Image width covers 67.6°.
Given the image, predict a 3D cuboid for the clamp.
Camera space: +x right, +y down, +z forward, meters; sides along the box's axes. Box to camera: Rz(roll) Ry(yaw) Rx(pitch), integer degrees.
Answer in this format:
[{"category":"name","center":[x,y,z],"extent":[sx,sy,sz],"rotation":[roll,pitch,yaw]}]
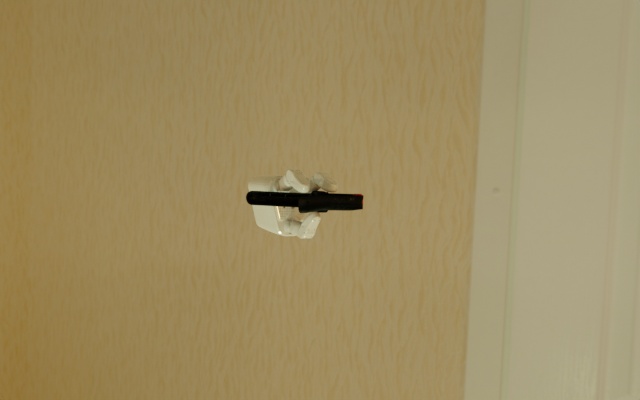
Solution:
[{"category":"clamp","center":[0.000,0.003,0.814],"extent":[0.210,0.036,0.164],"rotation":[1,5,-32]}]
